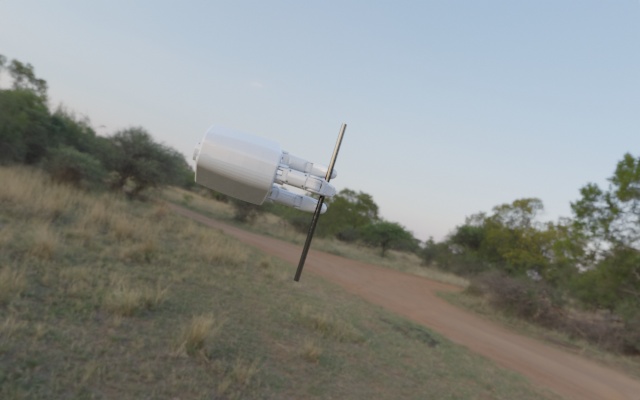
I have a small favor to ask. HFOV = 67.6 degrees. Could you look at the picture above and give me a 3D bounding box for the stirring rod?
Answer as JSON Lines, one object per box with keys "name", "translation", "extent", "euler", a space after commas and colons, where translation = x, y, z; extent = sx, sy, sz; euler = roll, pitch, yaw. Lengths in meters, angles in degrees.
{"name": "stirring rod", "translation": [0.000, 0.002, 0.699], "extent": [0.011, 0.239, 0.011], "euler": [17, -2, 1]}
